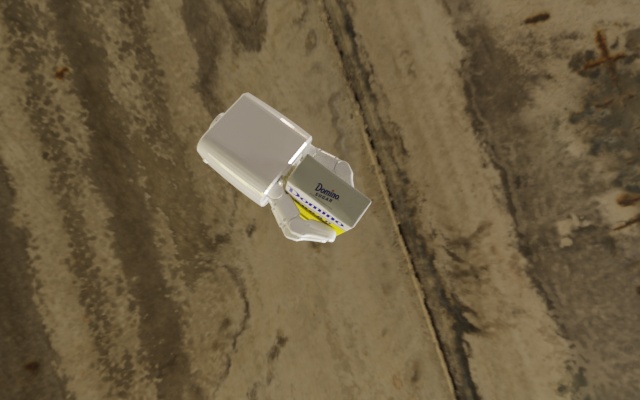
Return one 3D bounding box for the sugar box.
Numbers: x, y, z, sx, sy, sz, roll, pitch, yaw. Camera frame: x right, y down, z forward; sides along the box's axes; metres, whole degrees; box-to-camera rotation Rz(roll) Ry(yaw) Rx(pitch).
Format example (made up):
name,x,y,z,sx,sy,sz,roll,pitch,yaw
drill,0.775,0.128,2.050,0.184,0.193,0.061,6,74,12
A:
name,x,y,z,sx,sy,sz,roll,pitch,yaw
sugar box,0.000,0.002,0.612,0.093,0.048,0.176,36,-8,0
